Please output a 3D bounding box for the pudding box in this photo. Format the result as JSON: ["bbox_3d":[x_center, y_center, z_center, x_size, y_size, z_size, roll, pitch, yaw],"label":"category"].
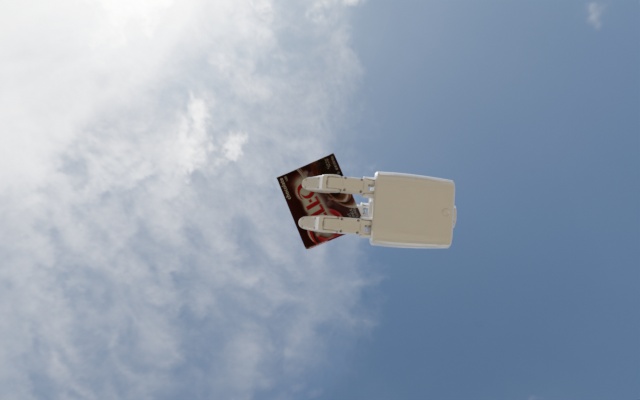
[{"bbox_3d":[0.000,0.002,0.683,0.090,0.113,0.039,-23,-9,0],"label":"pudding box"}]
